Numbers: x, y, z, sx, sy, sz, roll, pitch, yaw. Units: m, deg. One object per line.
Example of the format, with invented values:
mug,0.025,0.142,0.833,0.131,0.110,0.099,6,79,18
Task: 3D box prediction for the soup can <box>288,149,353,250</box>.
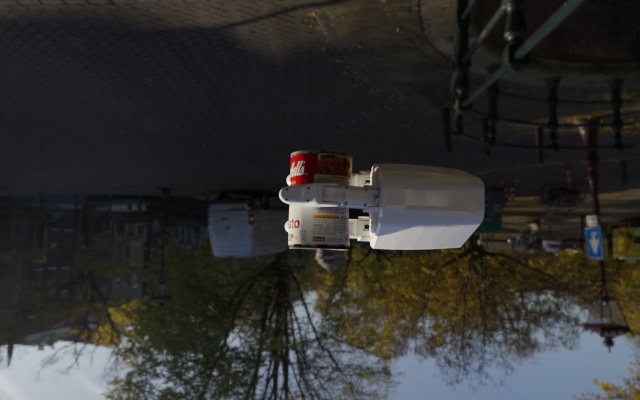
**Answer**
soup can,0.000,0.002,0.517,0.068,0.102,0.068,2,-6,0
